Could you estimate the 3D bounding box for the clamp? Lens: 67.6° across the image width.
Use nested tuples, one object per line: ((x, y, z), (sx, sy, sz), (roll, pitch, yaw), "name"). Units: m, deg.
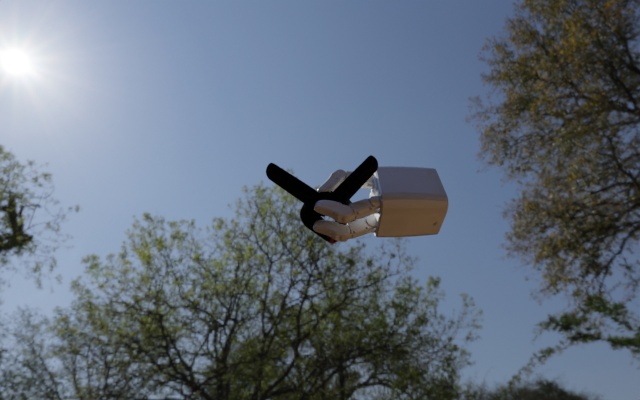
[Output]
((0.000, 0.002, 0.769), (0.164, 0.036, 0.210), (1, -37, -1), "clamp")
